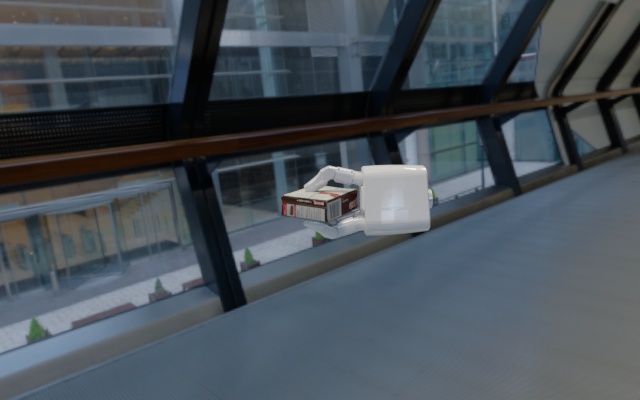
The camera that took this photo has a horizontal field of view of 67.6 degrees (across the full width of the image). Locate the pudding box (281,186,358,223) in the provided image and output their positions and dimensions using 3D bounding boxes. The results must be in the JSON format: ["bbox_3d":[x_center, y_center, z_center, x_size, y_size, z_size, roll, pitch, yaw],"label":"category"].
[{"bbox_3d":[0.000,0.002,0.810,0.090,0.039,0.113,6,13,29],"label":"pudding box"}]
